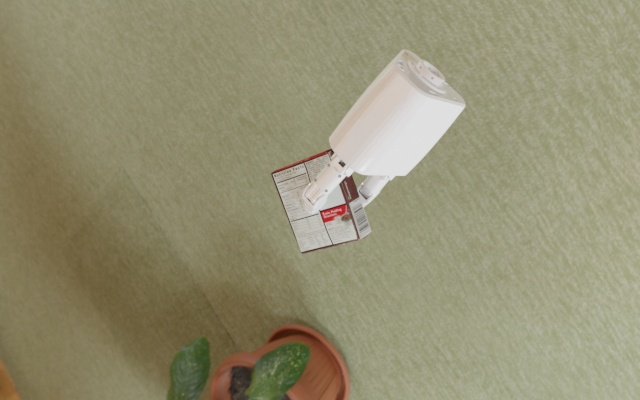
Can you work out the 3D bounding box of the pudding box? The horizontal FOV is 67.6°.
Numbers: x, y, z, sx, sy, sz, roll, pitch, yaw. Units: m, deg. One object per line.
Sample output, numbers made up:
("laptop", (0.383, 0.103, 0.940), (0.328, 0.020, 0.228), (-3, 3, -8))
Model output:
("pudding box", (0.000, 0.002, 0.584), (0.090, 0.113, 0.039), (-16, 5, 32))
